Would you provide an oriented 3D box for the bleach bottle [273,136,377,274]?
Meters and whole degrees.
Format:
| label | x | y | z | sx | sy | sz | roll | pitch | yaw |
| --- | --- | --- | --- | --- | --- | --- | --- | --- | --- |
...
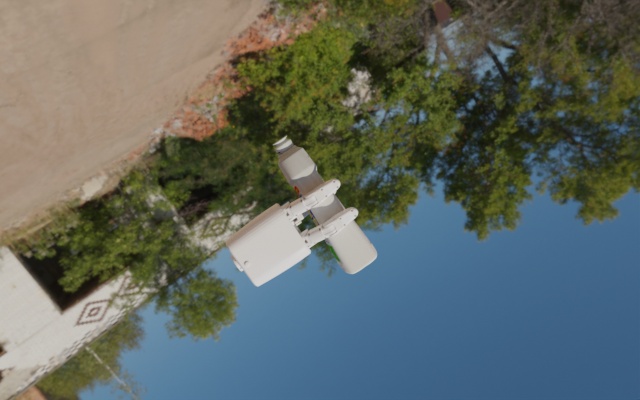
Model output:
| label | x | y | z | sx | sy | sz | roll | pitch | yaw |
| --- | --- | --- | --- | --- | --- | --- | --- | --- | --- |
| bleach bottle | 0.000 | 0.003 | 0.812 | 0.068 | 0.251 | 0.102 | -34 | 11 | -4 |
